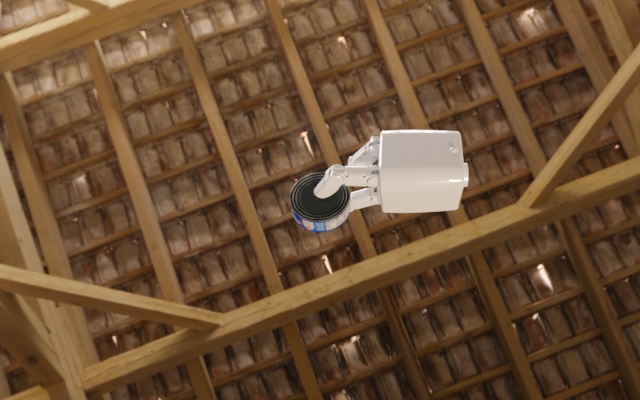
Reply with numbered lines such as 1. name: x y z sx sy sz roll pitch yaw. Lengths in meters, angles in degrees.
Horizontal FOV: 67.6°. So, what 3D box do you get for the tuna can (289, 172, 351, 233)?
1. tuna can: 0.000 0.003 0.675 0.086 0.086 0.034 0 -36 7
